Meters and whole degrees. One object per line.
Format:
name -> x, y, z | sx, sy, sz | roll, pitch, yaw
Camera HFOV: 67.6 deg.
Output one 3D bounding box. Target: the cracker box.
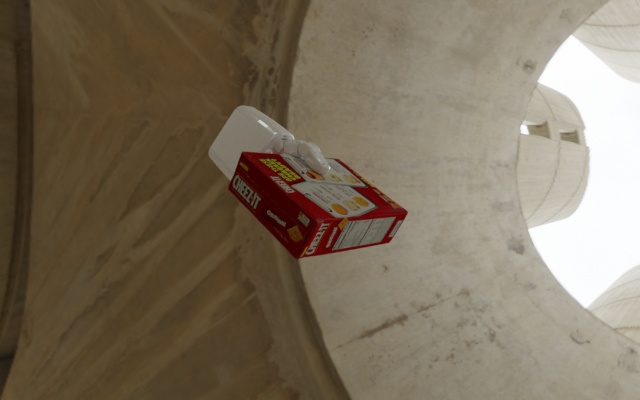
cracker box -> 0.000, 0.002, 0.695 | 0.213, 0.072, 0.164 | -3, 36, -49
